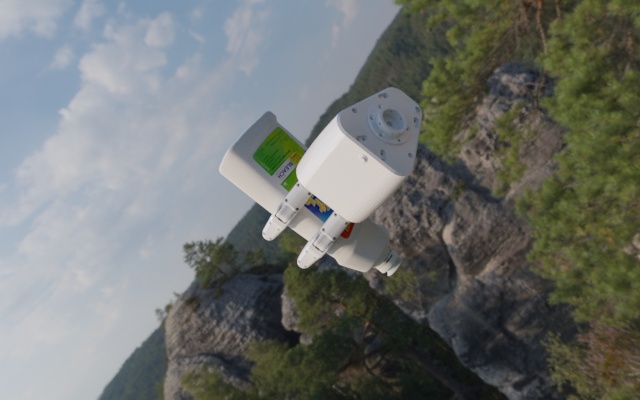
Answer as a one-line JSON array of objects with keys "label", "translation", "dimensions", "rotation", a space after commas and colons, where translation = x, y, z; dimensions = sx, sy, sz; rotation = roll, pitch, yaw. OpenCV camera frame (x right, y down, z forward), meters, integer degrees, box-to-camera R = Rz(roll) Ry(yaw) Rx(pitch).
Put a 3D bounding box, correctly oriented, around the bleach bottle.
[{"label": "bleach bottle", "translation": [0.000, 0.002, 0.605], "dimensions": [0.251, 0.102, 0.068], "rotation": [38, -36, -2]}]
